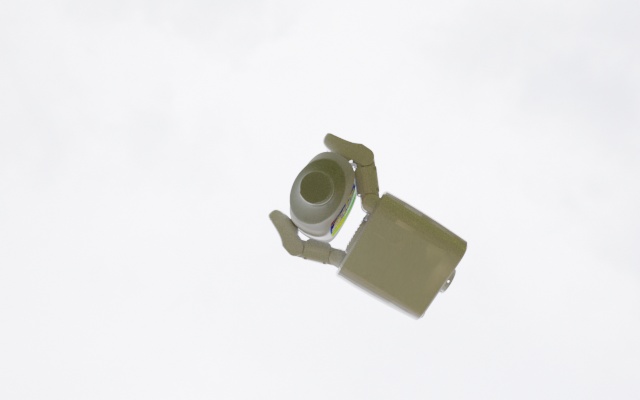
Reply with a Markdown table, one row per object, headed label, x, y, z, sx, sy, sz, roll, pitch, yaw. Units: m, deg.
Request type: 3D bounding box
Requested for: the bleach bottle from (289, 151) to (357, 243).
| label | x | y | z | sx | sy | sz | roll | pitch | yaw |
| --- | --- | --- | --- | --- | --- | --- | --- | --- | --- |
| bleach bottle | 0.000 | 0.002 | 0.543 | 0.068 | 0.102 | 0.251 | 29 | 0 | 5 |
